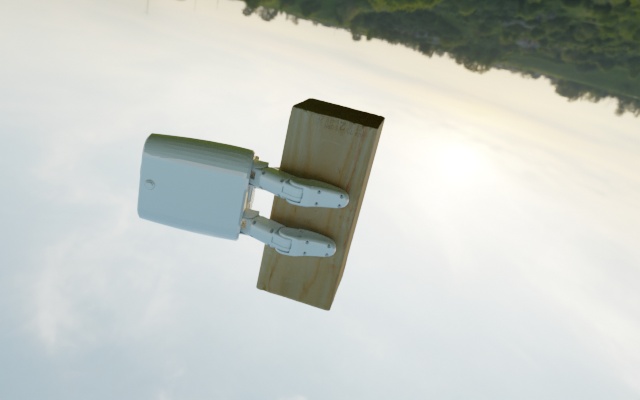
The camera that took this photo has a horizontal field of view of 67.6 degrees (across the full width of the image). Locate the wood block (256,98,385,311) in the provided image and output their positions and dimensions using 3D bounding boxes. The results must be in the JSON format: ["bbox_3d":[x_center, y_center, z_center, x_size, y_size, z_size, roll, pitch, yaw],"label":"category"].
[{"bbox_3d":[0.000,0.002,0.530,0.090,0.206,0.090,16,21,7],"label":"wood block"}]
